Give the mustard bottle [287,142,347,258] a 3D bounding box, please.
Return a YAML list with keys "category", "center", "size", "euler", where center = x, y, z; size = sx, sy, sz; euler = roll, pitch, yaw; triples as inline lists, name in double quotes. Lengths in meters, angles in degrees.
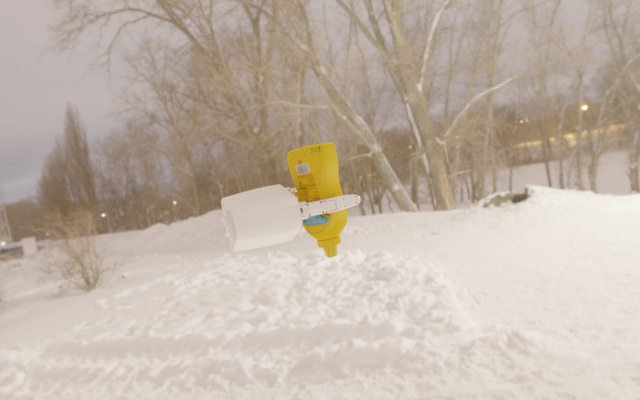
- category: "mustard bottle"
  center: [0.000, 0.002, 0.813]
  size: [0.058, 0.191, 0.096]
  euler: [-14, 4, -44]
